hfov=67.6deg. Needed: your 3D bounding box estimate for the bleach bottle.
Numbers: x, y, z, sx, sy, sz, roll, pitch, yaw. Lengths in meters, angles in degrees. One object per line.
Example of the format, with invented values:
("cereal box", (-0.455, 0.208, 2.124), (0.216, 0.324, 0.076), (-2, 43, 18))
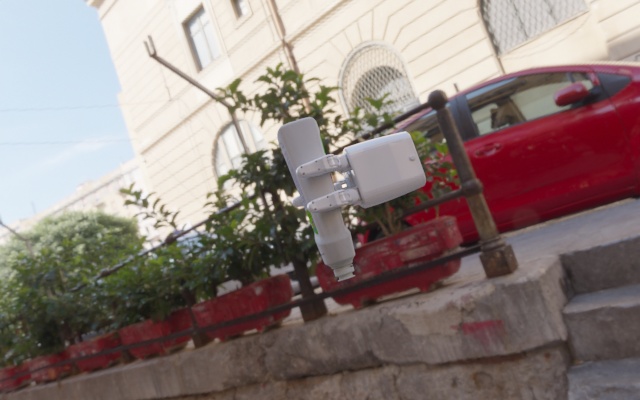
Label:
("bleach bottle", (0.000, 0.002, 0.752), (0.068, 0.251, 0.102), (-18, -6, -4))
